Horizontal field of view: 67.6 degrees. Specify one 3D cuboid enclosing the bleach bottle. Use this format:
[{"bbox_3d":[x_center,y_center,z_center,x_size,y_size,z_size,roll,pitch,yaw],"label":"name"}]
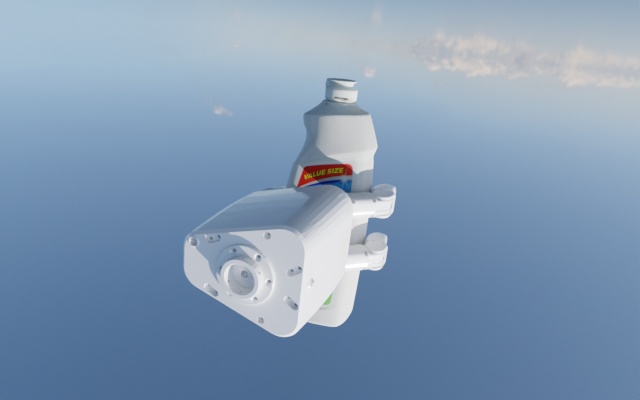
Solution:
[{"bbox_3d":[0.000,0.002,0.496,0.102,0.251,0.068,12,20,18],"label":"bleach bottle"}]
